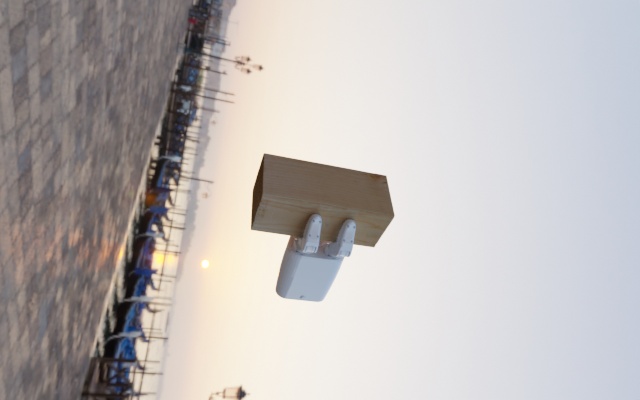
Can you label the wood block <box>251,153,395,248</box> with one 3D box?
[{"bbox_3d":[0.000,0.003,0.761,0.206,0.090,0.090,9,-43,-15],"label":"wood block"}]
